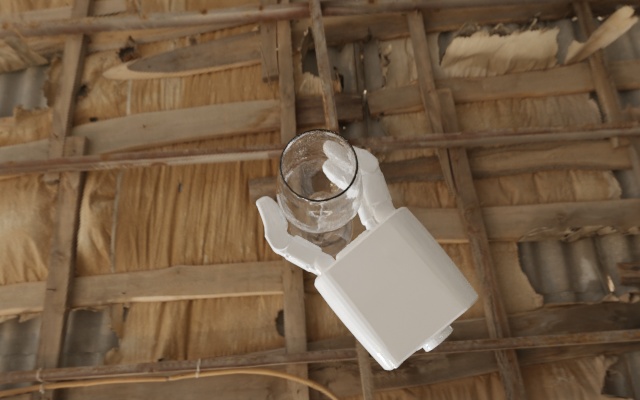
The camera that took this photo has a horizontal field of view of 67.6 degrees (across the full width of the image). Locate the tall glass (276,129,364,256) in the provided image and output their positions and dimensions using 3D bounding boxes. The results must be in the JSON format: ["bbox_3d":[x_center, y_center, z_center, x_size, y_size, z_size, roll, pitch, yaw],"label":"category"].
[{"bbox_3d":[0.000,0.002,0.465,0.079,0.079,0.201,0,-18,1],"label":"tall glass"}]
